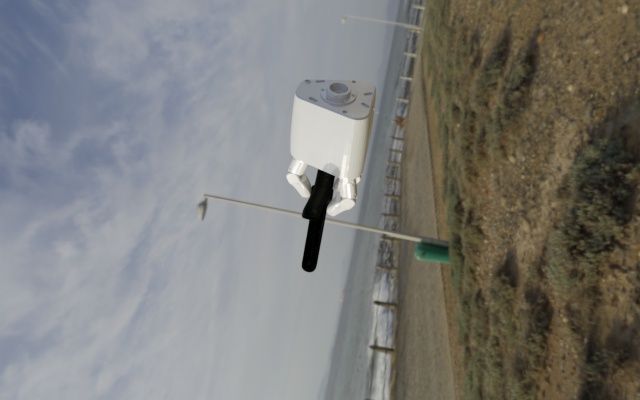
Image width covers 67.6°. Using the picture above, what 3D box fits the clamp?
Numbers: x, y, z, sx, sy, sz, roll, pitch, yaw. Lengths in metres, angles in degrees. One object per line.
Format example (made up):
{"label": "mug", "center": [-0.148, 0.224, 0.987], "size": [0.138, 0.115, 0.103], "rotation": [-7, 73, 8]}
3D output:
{"label": "clamp", "center": [-0.001, 0.002, 0.781], "size": [0.036, 0.209, 0.165], "rotation": [11, -43, 4]}
